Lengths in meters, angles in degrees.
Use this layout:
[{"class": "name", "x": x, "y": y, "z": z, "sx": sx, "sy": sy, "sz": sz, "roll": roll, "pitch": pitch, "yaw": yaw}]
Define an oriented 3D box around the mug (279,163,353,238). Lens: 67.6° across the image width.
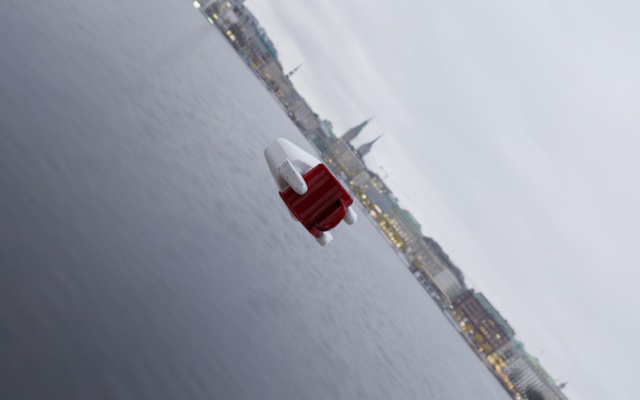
[{"class": "mug", "x": 0.001, "y": 0.003, "z": 0.722, "sx": 0.093, "sy": 0.081, "sz": 0.117, "roll": 49, "pitch": 3, "yaw": -36}]
